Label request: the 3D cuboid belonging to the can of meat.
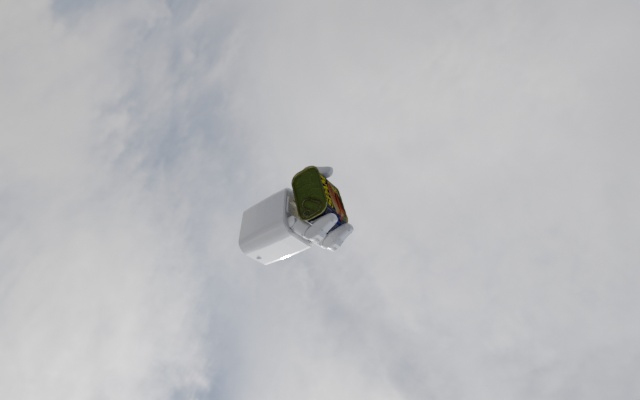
[{"bbox_3d":[0.000,0.003,0.845,0.057,0.102,0.084,-28,-37,18],"label":"can of meat"}]
